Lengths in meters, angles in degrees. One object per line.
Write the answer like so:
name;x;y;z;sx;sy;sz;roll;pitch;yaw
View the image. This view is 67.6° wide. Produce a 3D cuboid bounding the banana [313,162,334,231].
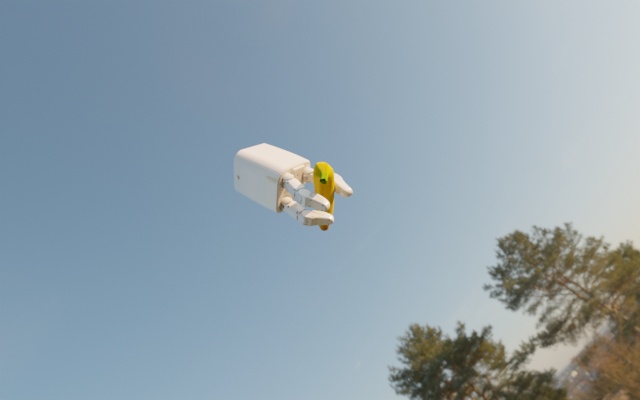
banana;0.004;-0.015;0.870;0.037;0.069;0.198;10;-27;8
